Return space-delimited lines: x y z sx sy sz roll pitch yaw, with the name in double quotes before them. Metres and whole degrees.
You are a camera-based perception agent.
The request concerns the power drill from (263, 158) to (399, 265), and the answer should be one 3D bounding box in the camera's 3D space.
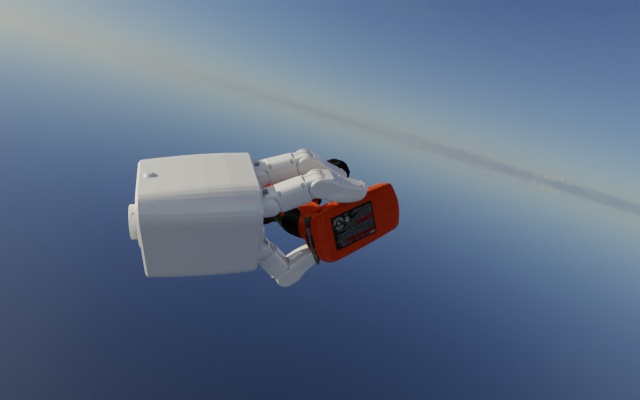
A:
"power drill" 0.000 0.002 0.549 0.184 0.057 0.187 -26 22 -28
